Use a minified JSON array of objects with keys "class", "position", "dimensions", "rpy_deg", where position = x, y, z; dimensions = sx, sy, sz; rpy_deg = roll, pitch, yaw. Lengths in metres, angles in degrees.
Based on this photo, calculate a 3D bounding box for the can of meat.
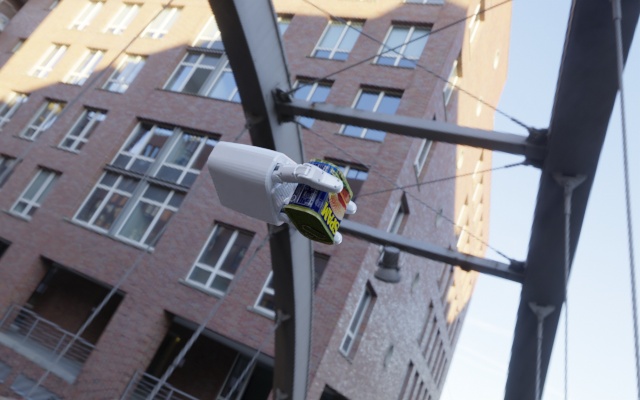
[{"class":"can of meat","position":[0.000,0.002,0.680],"dimensions":[0.057,0.084,0.102],"rpy_deg":[13,-25,26]}]
